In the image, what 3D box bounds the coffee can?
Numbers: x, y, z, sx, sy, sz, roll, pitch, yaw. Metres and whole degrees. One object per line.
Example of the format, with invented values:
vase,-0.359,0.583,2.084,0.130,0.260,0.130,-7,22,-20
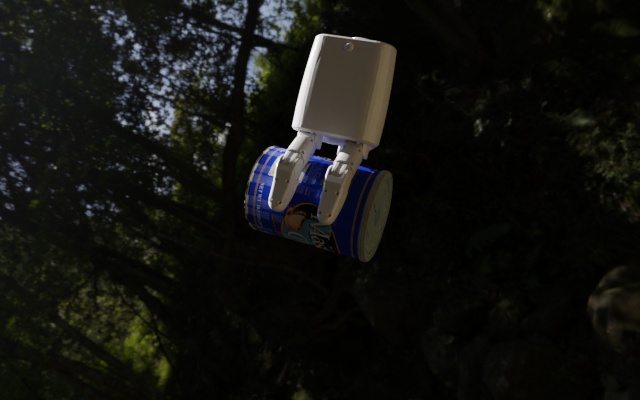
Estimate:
coffee can,0.000,0.002,0.545,0.140,0.103,0.103,14,5,18
